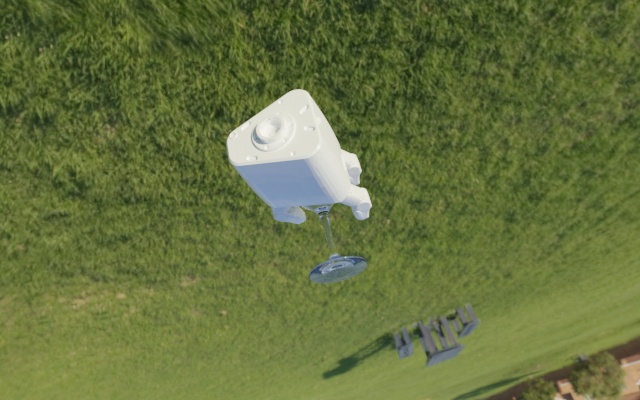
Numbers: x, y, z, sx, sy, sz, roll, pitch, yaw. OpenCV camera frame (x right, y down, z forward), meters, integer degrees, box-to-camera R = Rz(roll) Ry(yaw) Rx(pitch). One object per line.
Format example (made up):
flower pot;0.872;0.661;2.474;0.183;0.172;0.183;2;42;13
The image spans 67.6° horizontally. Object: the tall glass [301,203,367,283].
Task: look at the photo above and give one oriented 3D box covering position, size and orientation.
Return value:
tall glass;0.000;0.003;0.634;0.079;0.201;0.079;-11;-29;-6
